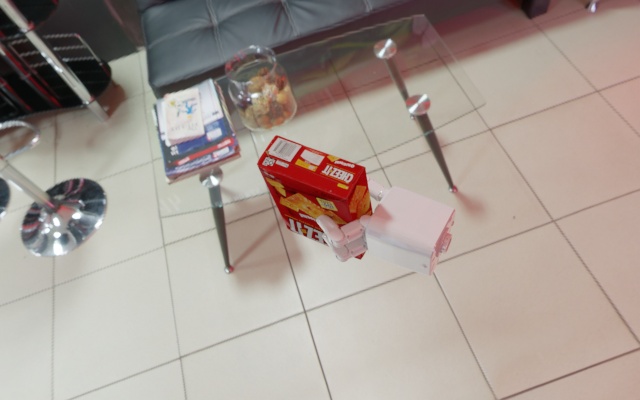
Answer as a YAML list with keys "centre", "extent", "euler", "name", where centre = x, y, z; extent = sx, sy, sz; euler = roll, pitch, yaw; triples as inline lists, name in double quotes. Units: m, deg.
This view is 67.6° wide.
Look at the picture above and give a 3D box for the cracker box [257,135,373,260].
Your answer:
- centre: [0.000, 0.002, 0.800]
  extent: [0.164, 0.072, 0.214]
  euler: [22, -25, 23]
  name: "cracker box"
